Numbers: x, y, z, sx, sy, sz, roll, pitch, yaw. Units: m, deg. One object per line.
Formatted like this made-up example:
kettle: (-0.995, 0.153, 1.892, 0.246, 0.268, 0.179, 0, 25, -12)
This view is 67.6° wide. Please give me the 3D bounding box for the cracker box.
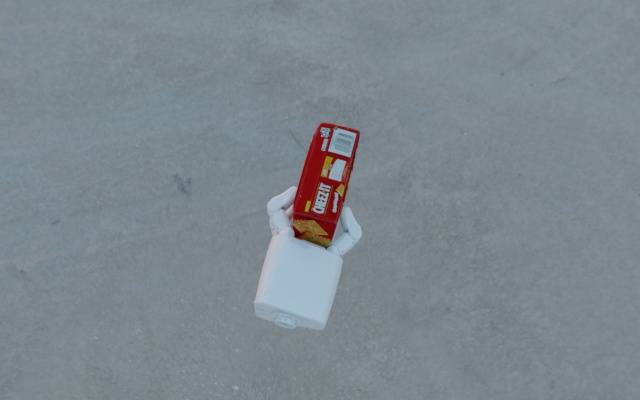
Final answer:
cracker box: (0.000, 0.003, 0.776, 0.072, 0.164, 0.214, 15, -27, 1)
